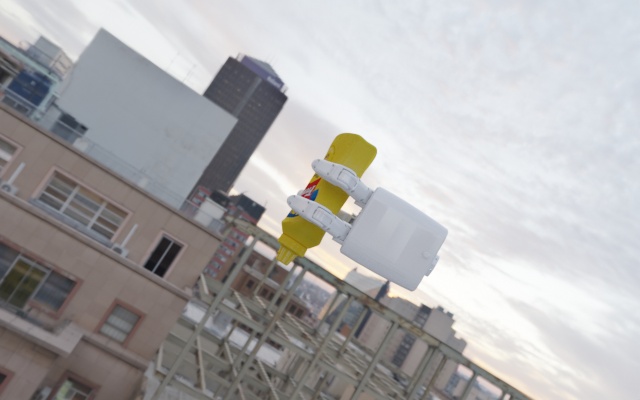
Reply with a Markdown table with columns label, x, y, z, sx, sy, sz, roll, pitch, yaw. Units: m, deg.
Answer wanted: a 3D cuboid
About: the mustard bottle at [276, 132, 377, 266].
| label | x | y | z | sx | sy | sz | roll | pitch | yaw |
| --- | --- | --- | --- | --- | --- | --- | --- | --- | --- |
| mustard bottle | 0.000 | 0.002 | 0.640 | 0.058 | 0.191 | 0.096 | 35 | -9 | -16 |
